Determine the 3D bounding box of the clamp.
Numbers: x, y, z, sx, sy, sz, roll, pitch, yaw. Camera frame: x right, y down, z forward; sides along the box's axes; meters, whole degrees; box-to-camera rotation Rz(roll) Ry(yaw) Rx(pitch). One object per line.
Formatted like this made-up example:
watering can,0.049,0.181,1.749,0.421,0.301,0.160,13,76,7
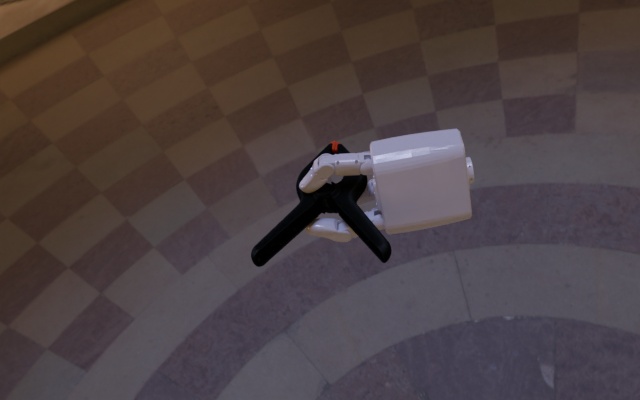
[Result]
clamp,0.000,0.001,0.607,0.164,0.036,0.209,-8,44,9
